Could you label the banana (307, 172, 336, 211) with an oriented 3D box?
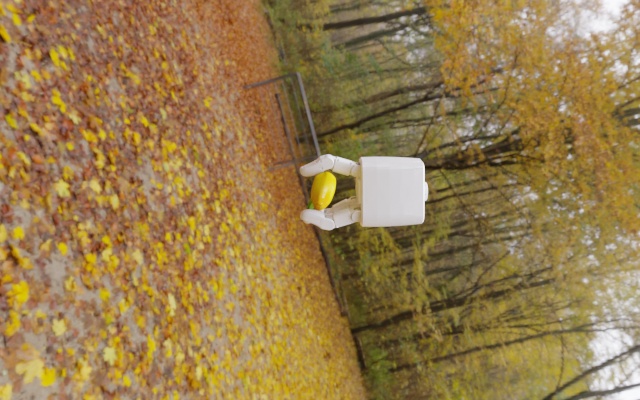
[{"bbox_3d":[0.004,-0.016,0.799,0.037,0.069,0.198,13,-2,-2],"label":"banana"}]
